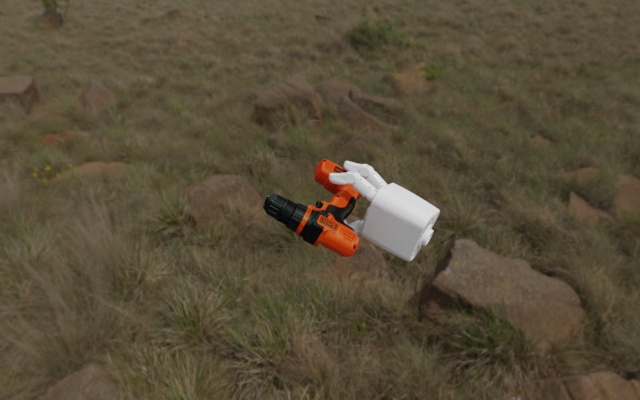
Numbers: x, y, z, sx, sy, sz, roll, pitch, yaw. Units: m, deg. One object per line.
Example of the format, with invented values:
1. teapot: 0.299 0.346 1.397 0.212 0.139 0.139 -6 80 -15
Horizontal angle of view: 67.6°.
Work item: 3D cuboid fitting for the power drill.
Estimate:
1. power drill: 0.001 0.003 0.895 0.184 0.187 0.057 30 -47 -5
